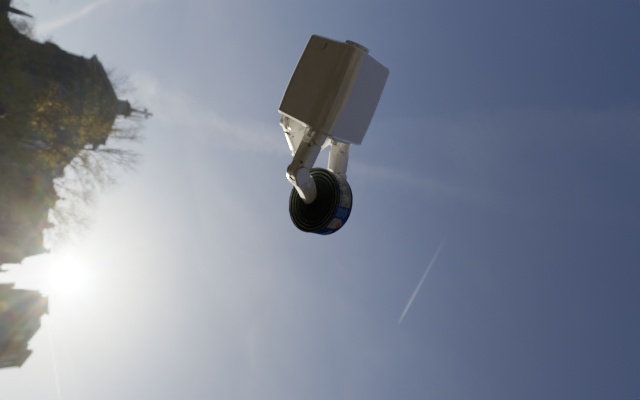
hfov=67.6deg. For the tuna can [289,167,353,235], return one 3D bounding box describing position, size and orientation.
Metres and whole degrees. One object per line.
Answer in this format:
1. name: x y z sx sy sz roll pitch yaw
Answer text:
1. tuna can: 0.000 0.002 0.625 0.086 0.086 0.034 0 -11 42
